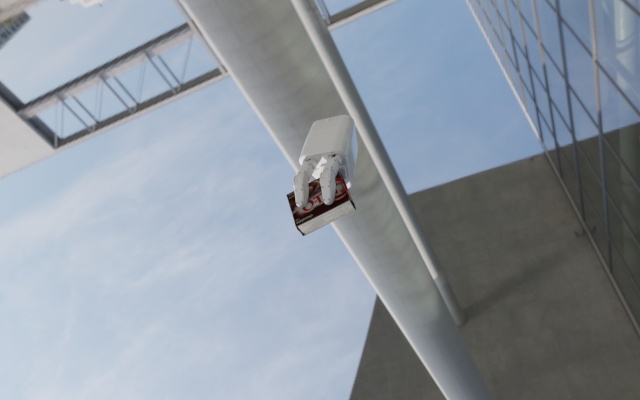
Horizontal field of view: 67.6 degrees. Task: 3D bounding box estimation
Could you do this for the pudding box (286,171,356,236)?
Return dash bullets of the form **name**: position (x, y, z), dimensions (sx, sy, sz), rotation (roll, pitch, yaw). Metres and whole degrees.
- **pudding box**: position (0.000, 0.003, 0.884), dimensions (0.113, 0.090, 0.039), rotation (-29, -48, 8)
